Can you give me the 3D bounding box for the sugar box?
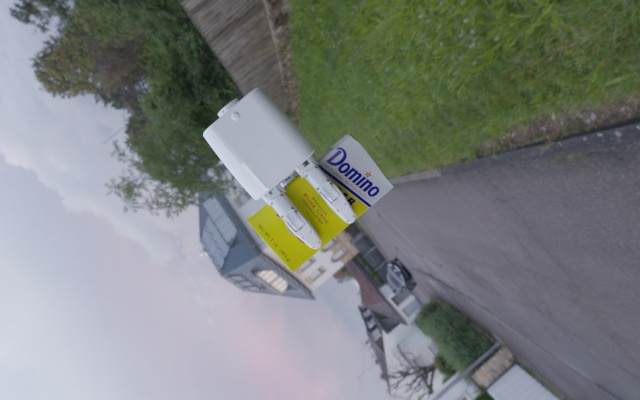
[{"bbox_3d":[0.000,0.002,0.632,0.176,0.093,0.048,-41,9,-1],"label":"sugar box"}]
